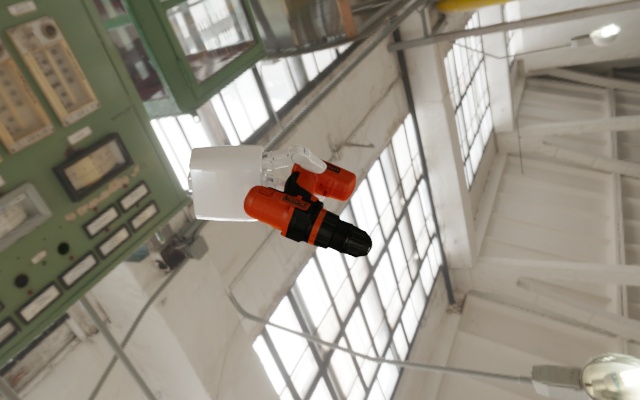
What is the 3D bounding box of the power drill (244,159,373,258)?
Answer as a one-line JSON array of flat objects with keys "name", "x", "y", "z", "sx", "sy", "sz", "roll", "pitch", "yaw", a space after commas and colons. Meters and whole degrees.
[{"name": "power drill", "x": 0.000, "y": 0.002, "z": 0.707, "sx": 0.184, "sy": 0.057, "sz": 0.187, "roll": 24, "pitch": 26, "yaw": 4}]
